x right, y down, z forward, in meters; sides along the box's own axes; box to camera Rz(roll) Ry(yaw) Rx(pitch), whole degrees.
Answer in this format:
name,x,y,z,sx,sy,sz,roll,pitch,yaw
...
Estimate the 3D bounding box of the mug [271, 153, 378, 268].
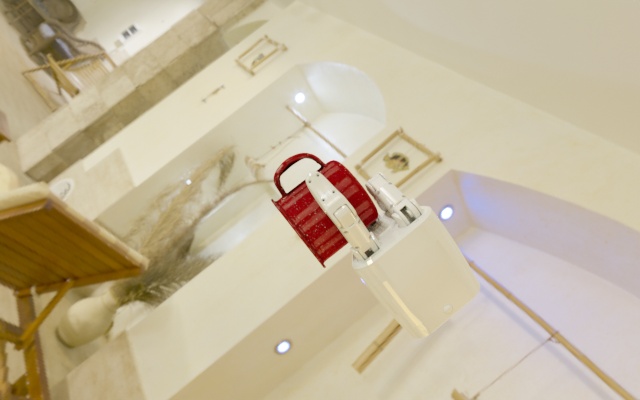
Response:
name,x,y,z,sx,sy,sz,roll,pitch,yaw
mug,-0.001,0.000,0.507,0.081,0.117,0.093,-38,13,-5
